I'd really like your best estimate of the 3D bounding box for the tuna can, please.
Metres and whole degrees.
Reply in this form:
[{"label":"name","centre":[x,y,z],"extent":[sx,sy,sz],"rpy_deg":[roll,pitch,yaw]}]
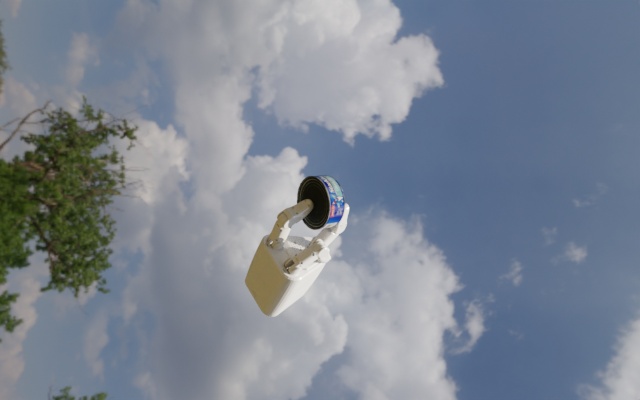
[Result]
[{"label":"tuna can","centre":[0.001,0.002,0.760],"extent":[0.034,0.086,0.086],"rpy_deg":[-7,4,-37]}]
